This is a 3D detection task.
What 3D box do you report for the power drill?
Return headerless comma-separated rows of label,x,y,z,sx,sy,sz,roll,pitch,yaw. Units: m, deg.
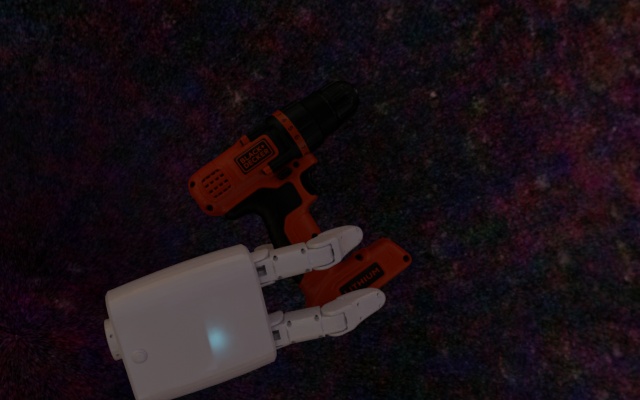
power drill,0.000,0.002,0.447,0.184,0.187,0.057,-36,-2,-6
